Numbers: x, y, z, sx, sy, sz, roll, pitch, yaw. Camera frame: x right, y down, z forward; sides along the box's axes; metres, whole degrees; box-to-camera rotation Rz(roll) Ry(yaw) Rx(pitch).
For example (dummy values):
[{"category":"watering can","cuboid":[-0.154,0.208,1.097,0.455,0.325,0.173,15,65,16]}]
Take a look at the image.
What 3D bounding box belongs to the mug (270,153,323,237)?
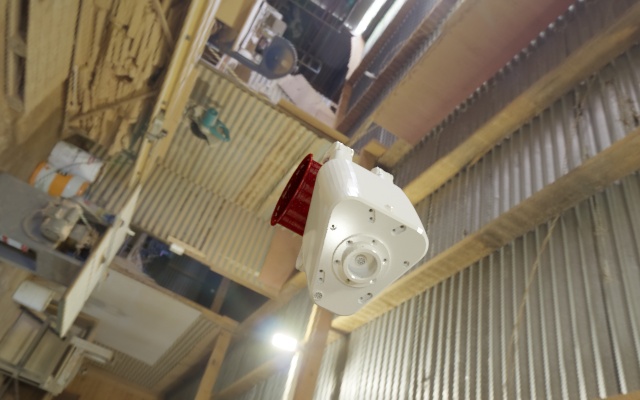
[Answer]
[{"category":"mug","cuboid":[0.000,0.001,0.558,0.081,0.093,0.117,29,17,-12]}]
